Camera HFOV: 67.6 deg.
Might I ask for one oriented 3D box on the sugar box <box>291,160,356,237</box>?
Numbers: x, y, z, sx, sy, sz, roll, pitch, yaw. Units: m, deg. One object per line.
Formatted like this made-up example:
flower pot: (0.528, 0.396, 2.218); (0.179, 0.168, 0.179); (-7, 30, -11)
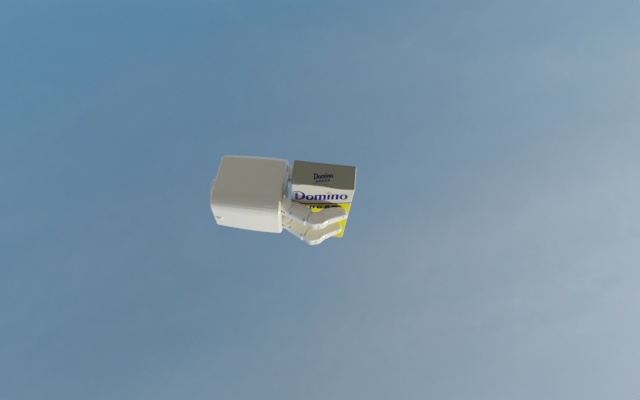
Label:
sugar box: (0.000, 0.003, 0.753); (0.093, 0.048, 0.176); (6, -24, 0)
